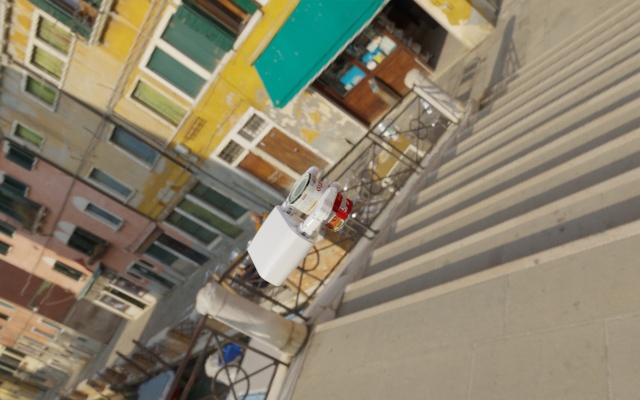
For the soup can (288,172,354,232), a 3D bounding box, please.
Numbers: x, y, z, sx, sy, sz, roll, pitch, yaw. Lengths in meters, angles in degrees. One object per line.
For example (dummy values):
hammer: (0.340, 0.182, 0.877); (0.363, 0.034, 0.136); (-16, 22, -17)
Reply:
soup can: (0.000, 0.002, 0.872); (0.102, 0.068, 0.068); (33, -12, -19)
